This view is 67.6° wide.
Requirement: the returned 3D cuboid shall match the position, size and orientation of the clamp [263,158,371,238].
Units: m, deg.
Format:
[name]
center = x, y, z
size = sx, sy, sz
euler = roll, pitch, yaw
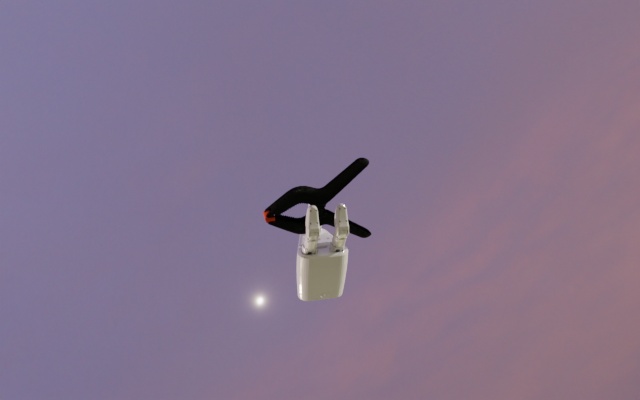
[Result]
[clamp]
center = -0.001, 0.003, 0.881
size = 0.210, 0.165, 0.036
euler = -4, 24, -14
